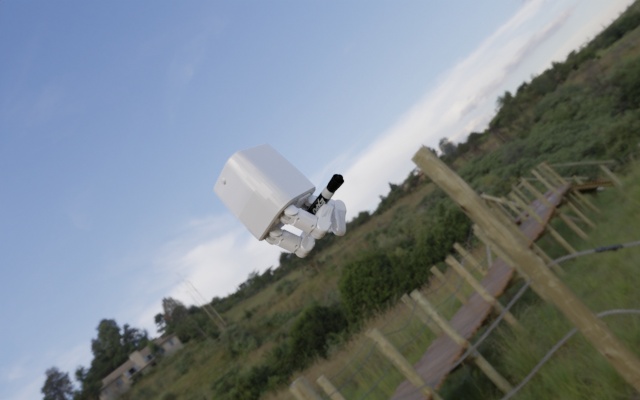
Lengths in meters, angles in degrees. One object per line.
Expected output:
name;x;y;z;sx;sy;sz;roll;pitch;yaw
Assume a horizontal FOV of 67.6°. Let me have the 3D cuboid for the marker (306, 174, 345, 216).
marker;0.000;0.002;0.699;0.020;0.020;0.121;0;-36;-34
